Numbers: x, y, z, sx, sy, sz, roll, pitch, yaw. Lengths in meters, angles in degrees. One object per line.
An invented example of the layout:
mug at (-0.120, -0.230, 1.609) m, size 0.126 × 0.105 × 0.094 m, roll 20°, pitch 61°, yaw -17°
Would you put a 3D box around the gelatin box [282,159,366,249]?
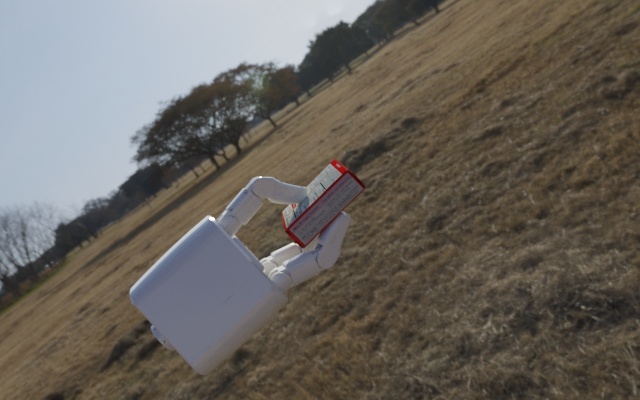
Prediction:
gelatin box at (0.000, 0.001, 0.499) m, size 0.030 × 0.089 × 0.073 m, roll 44°, pitch 3°, yaw -15°
